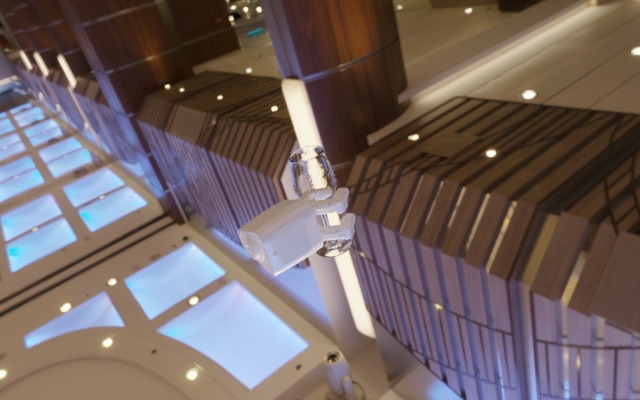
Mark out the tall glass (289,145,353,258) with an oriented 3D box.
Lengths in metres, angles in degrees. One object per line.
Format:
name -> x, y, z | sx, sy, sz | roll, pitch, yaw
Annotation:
tall glass -> 0.000, 0.003, 0.868 | 0.079, 0.201, 0.079 | -13, 28, 7
